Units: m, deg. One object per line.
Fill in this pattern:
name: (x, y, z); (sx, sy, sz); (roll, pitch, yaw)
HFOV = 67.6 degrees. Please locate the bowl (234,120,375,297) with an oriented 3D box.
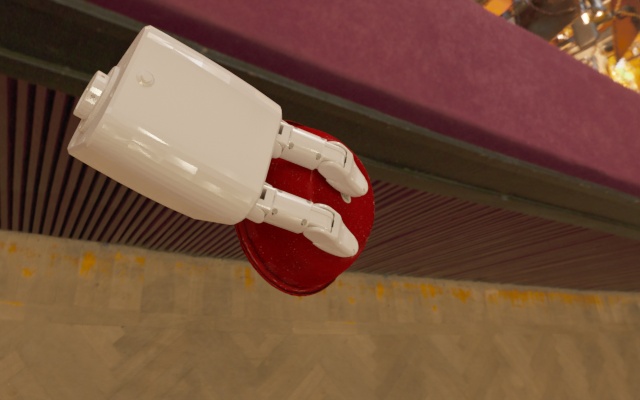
bowl: (0.001, 0.002, 0.421); (0.055, 0.162, 0.162); (-12, -7, 38)
